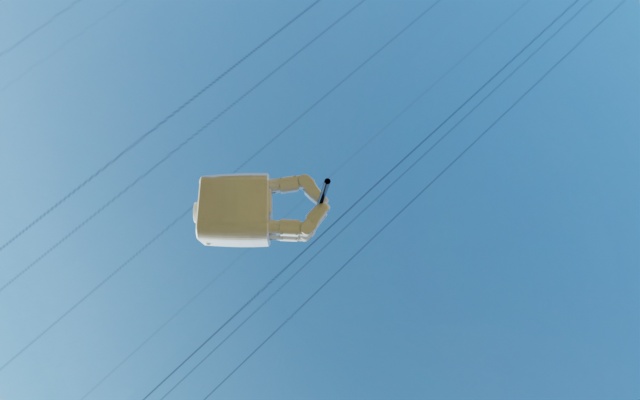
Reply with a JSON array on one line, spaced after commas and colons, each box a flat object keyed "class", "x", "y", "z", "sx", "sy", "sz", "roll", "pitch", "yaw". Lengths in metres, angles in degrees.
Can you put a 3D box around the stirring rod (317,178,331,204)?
[{"class": "stirring rod", "x": 0.000, "y": 0.002, "z": 0.723, "sx": 0.011, "sy": 0.011, "sz": 0.239, "roll": 0, "pitch": -13, "yaw": -4}]
